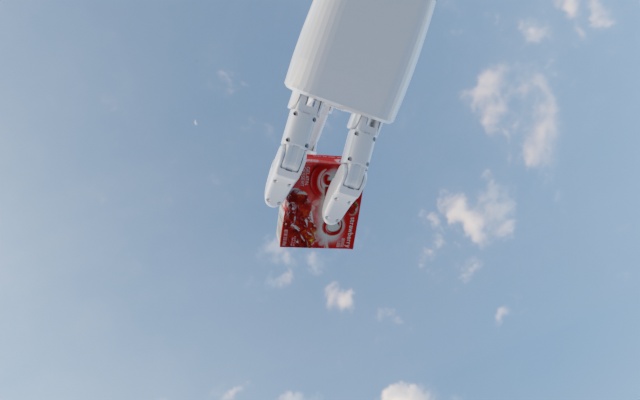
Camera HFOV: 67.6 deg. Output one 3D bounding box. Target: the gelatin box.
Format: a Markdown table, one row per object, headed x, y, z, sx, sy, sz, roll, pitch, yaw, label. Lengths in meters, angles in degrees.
| x | y | z | sx | sy | sz | roll | pitch | yaw | label |
| --- | --- | --- | --- | --- | --- | --- | --- | --- | --- |
| 0.000 | 0.002 | 0.450 | 0.073 | 0.089 | 0.030 | 3 | 24 | -13 | gelatin box |
